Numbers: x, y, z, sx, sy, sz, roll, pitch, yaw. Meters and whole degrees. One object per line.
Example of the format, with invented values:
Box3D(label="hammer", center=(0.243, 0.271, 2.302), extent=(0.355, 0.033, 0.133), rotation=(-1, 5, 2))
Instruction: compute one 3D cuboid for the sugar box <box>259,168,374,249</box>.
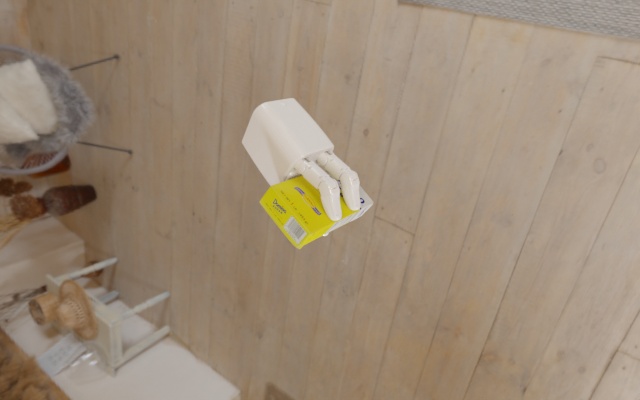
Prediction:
Box3D(label="sugar box", center=(0.000, 0.002, 0.734), extent=(0.176, 0.093, 0.048), rotation=(-25, -19, -49))
